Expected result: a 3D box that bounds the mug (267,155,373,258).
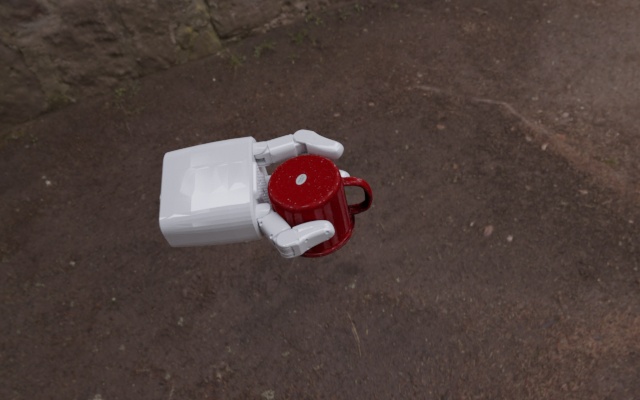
[{"bbox_3d":[0.001,0.001,0.534,0.117,0.093,0.082,-9,-41,5],"label":"mug"}]
